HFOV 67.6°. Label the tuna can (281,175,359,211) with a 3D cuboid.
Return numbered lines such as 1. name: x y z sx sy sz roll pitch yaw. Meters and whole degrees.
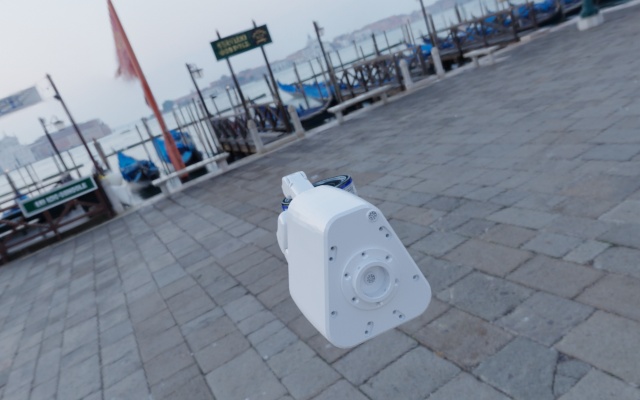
1. tuna can: 0.000 0.001 0.538 0.086 0.034 0.086 -21 11 4
